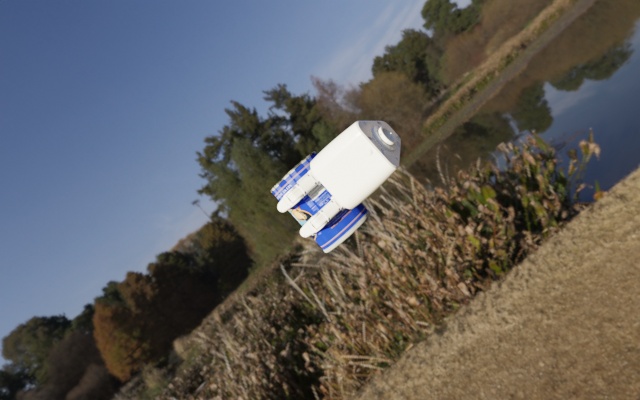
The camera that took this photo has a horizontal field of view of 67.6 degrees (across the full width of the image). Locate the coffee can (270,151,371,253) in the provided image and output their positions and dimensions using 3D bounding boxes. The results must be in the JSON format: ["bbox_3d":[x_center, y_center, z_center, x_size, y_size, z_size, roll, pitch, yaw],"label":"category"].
[{"bbox_3d":[0.000,0.003,0.806,0.103,0.140,0.103,-42,1,1],"label":"coffee can"}]
